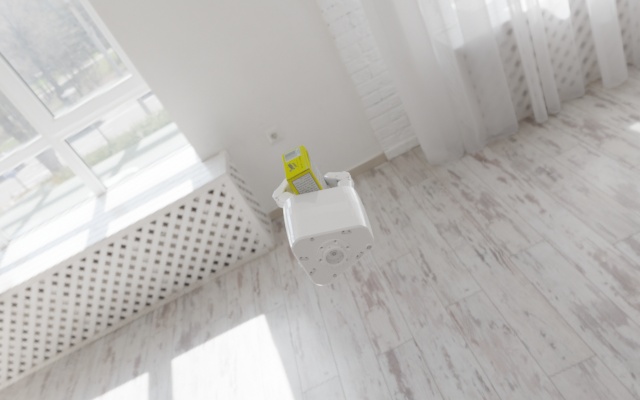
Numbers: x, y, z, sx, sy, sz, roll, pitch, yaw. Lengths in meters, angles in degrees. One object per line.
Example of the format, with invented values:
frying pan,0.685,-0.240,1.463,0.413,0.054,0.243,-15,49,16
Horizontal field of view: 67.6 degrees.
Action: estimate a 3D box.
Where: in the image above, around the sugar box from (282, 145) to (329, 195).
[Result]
sugar box,0.000,0.003,0.780,0.048,0.176,0.093,-26,31,7
